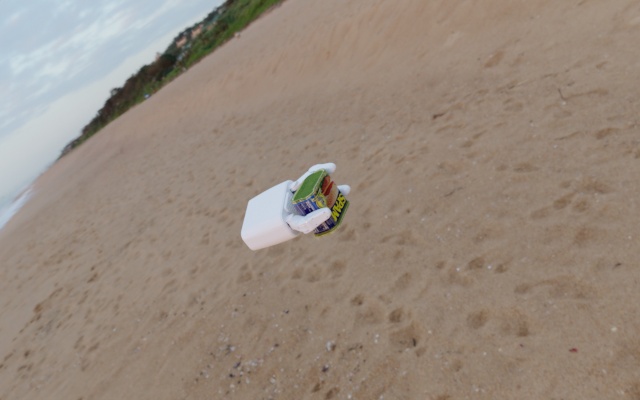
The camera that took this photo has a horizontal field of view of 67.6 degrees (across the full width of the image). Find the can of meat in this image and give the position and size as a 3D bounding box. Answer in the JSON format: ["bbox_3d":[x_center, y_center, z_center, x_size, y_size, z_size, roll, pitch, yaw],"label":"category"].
[{"bbox_3d":[0.000,0.003,0.866,0.057,0.084,0.102,-21,25,33],"label":"can of meat"}]
